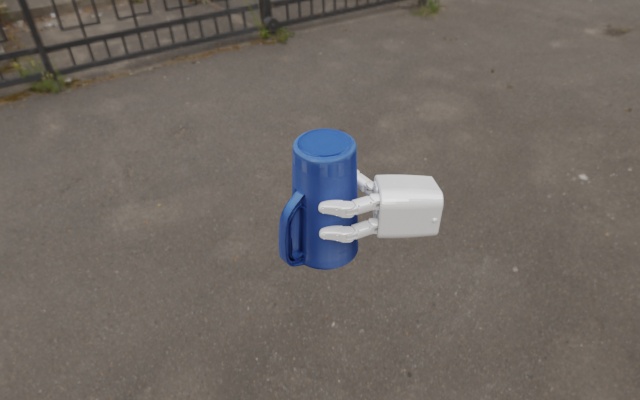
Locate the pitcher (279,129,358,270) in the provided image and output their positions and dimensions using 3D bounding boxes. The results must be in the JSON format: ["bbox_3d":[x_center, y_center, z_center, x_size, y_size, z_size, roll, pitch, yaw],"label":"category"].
[{"bbox_3d":[0.000,0.003,0.860,0.145,0.243,0.149,1,38,2],"label":"pitcher"}]
